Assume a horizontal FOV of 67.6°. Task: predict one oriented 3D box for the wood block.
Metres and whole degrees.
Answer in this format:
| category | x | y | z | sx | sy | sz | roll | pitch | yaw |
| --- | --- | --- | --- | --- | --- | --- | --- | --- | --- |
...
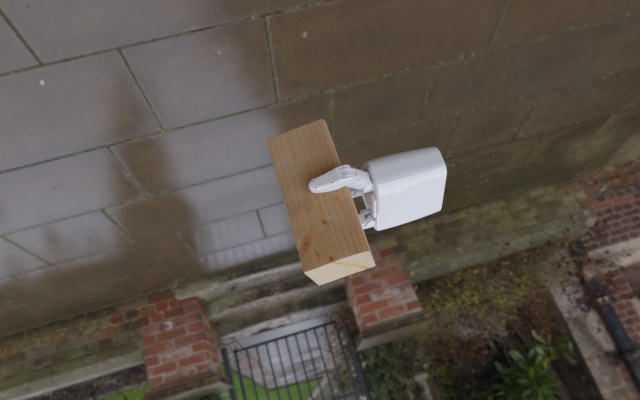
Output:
| category | x | y | z | sx | sy | sz | roll | pitch | yaw |
| --- | --- | --- | --- | --- | --- | --- | --- | --- | --- |
| wood block | 0.000 | 0.002 | 0.682 | 0.090 | 0.206 | 0.091 | -20 | -23 | 5 |
